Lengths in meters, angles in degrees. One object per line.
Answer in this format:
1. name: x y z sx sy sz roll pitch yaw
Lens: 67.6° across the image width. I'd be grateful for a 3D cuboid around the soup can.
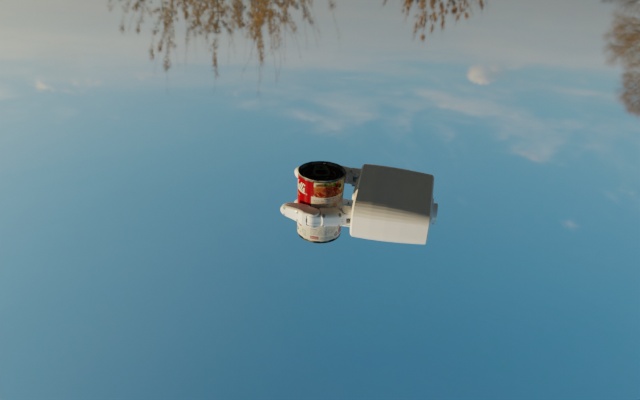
1. soup can: 0.000 0.003 0.694 0.068 0.102 0.068 2 29 -1
